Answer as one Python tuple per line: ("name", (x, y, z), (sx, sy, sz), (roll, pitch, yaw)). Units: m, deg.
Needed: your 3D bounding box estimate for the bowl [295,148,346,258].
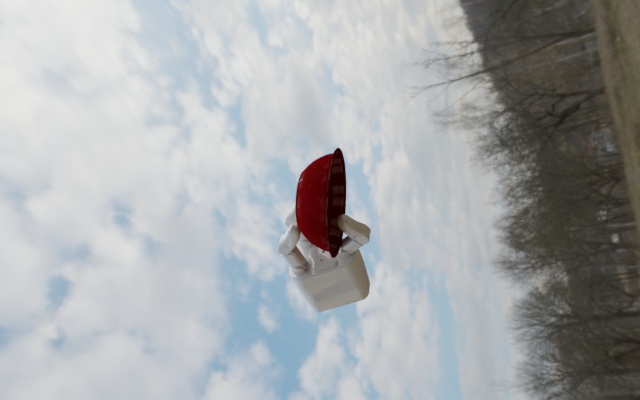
("bowl", (0.000, 0.001, 0.706), (0.055, 0.162, 0.162), (3, 0, 11))
